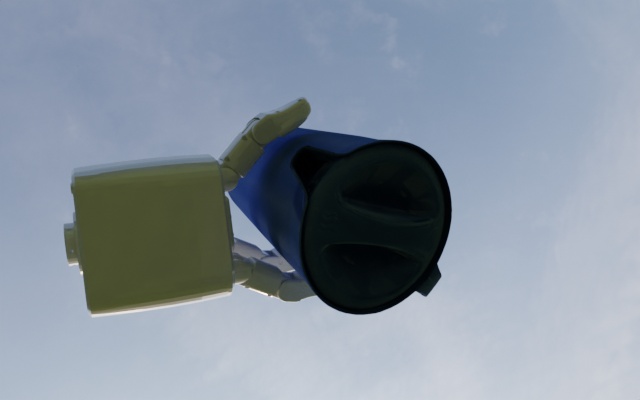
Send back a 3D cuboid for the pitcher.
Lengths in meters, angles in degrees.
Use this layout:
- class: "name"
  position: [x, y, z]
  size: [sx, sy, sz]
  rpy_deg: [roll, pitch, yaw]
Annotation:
- class: "pitcher"
  position: [0.000, 0.001, 0.450]
  size: [0.145, 0.149, 0.242]
  rpy_deg: [-10, 18, -25]
